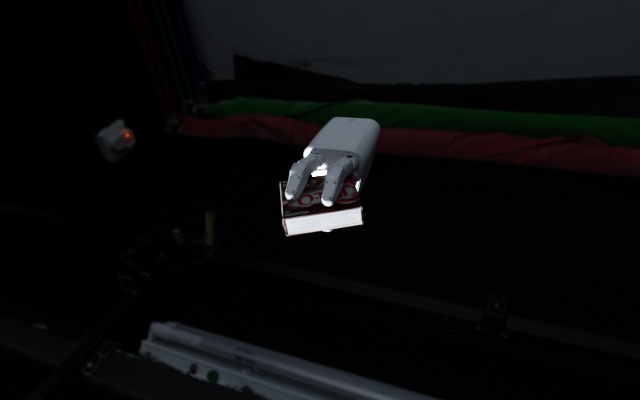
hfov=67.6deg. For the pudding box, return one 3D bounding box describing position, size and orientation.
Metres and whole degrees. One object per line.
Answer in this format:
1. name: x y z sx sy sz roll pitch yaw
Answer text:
1. pudding box: 0.000 0.002 0.693 0.113 0.039 0.090 -11 38 0
